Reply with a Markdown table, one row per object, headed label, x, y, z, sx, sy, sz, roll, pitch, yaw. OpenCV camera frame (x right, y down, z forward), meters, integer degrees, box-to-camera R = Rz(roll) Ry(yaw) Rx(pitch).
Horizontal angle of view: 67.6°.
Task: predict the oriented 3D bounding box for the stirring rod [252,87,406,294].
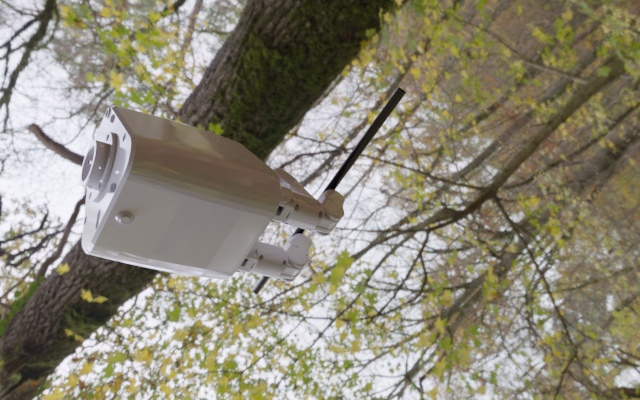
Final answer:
| label | x | y | z | sx | sy | sz | roll | pitch | yaw |
| --- | --- | --- | --- | --- | --- | --- | --- | --- | --- |
| stirring rod | 0.000 | 0.001 | 0.427 | 0.011 | 0.240 | 0.011 | 29 | 25 | -15 |
